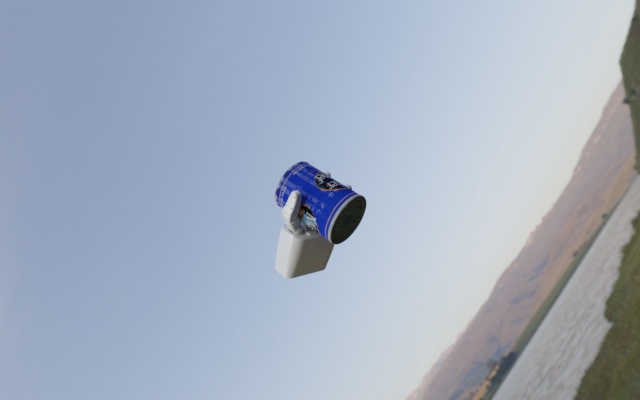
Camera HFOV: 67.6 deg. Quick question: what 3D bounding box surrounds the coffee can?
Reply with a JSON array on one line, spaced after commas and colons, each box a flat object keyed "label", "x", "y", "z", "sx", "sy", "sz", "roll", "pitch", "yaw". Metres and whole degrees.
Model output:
[{"label": "coffee can", "x": 0.000, "y": 0.003, "z": 0.895, "sx": 0.140, "sy": 0.103, "sz": 0.103, "roll": 33, "pitch": 17, "yaw": 28}]
